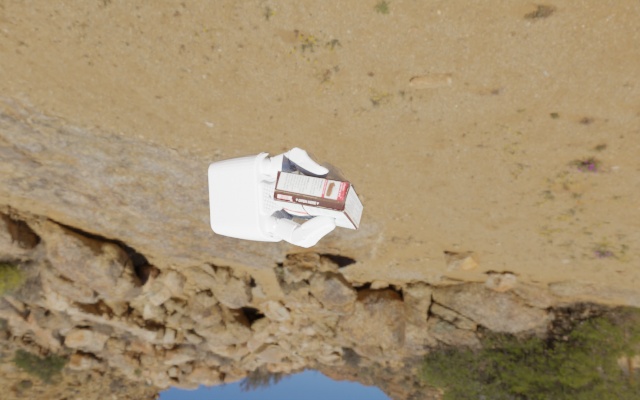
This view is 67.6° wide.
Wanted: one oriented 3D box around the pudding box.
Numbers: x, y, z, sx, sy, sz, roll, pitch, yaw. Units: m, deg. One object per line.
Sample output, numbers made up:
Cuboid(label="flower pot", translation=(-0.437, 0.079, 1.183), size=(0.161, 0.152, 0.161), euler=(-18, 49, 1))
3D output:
Cuboid(label="pudding box", translation=(0.000, 0.002, 0.587), size=(0.090, 0.039, 0.113), euler=(9, -10, 14))
